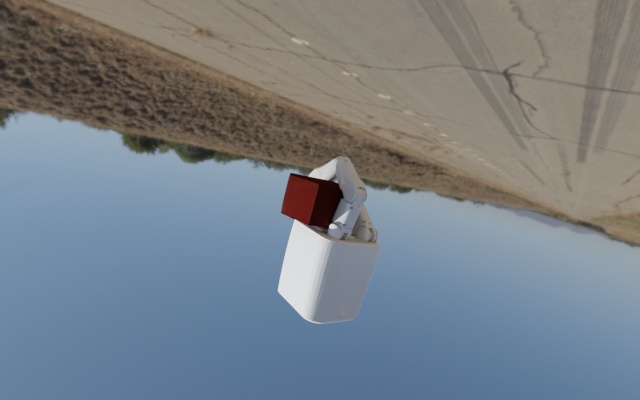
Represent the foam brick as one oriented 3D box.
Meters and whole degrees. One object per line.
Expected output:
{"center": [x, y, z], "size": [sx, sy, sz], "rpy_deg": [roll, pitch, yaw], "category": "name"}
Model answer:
{"center": [0.000, 0.002, 0.583], "size": [0.053, 0.051, 0.078], "rpy_deg": [23, 9, 42], "category": "foam brick"}
